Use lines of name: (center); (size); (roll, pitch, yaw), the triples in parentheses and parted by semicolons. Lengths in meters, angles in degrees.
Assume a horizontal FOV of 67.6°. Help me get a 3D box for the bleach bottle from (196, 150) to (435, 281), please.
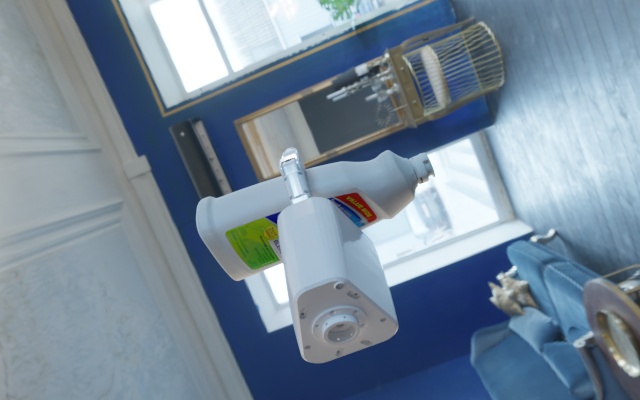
bleach bottle: (0.000, 0.002, 0.524); (0.251, 0.103, 0.068); (-22, 37, 6)
